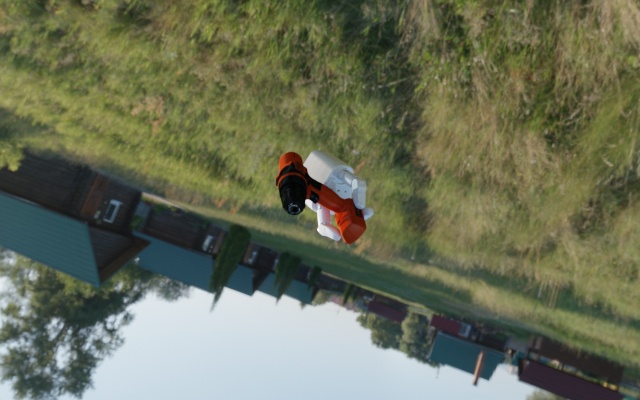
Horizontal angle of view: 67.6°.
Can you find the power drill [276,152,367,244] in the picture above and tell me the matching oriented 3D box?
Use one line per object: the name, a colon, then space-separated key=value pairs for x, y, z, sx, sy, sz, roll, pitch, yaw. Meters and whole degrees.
power drill: x=0.000 y=0.003 z=0.885 sx=0.188 sy=0.057 sz=0.184 roll=37 pitch=23 yaw=-25
